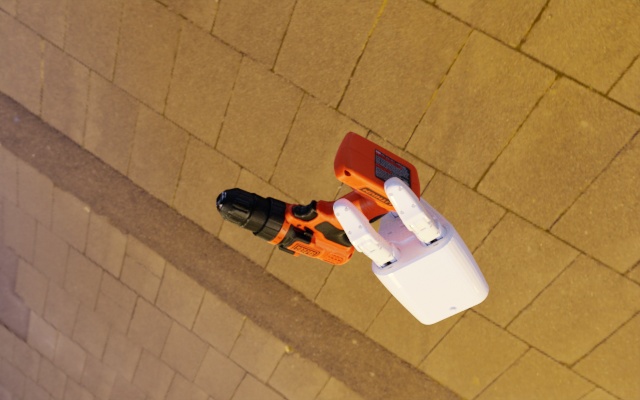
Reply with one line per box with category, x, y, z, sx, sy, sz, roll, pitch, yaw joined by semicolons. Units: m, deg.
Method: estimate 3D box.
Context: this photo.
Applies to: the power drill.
power drill;0.001;0.002;0.526;0.184;0.057;0.188;23;-36;-28
